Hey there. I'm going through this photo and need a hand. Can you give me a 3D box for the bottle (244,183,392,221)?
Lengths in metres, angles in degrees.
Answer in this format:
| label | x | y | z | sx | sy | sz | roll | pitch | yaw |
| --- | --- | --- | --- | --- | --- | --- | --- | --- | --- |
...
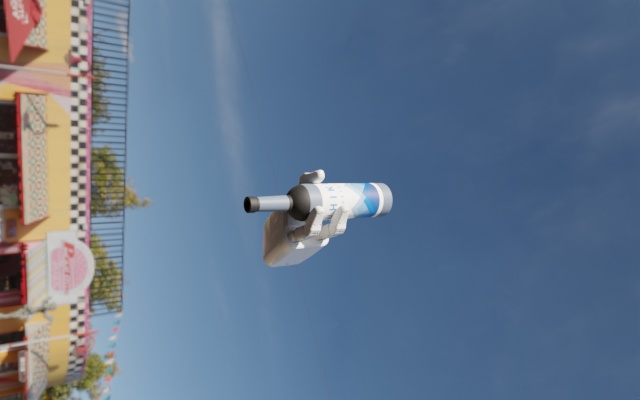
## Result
| label | x | y | z | sx | sy | sz | roll | pitch | yaw |
| --- | --- | --- | --- | --- | --- | --- | --- | --- | --- |
| bottle | 0.000 | 0.003 | 0.865 | 0.296 | 0.069 | 0.069 | -2 | 1 | -35 |
